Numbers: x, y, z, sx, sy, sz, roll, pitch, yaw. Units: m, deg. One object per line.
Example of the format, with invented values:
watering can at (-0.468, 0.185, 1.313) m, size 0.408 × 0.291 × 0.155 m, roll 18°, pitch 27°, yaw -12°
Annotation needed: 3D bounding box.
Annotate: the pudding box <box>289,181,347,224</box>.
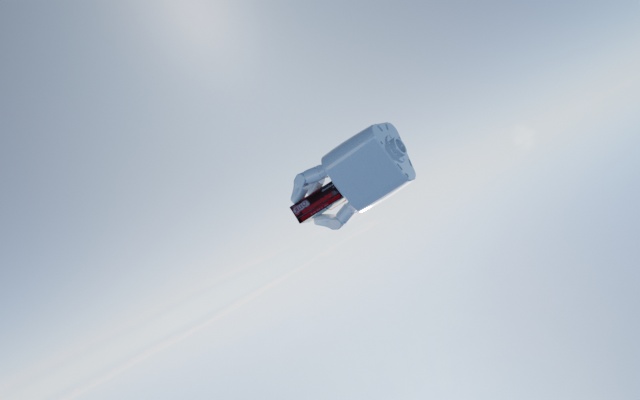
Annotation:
pudding box at (0.000, 0.003, 0.840) m, size 0.090 × 0.039 × 0.113 m, roll -31°, pitch -6°, yaw 5°
